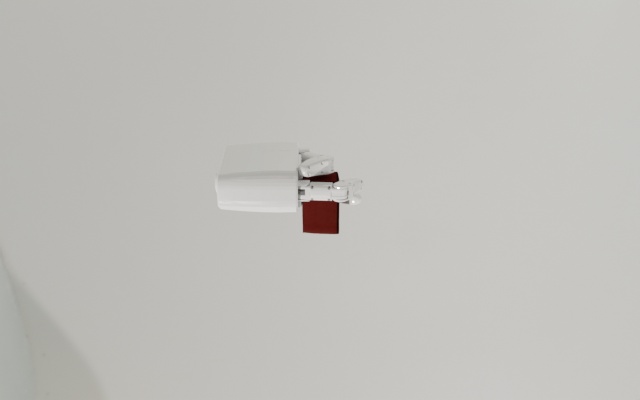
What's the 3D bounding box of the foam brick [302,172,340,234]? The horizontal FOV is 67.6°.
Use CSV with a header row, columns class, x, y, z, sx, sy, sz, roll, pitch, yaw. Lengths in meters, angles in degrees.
class,x,y,z,sx,sy,sz,roll,pitch,yaw
foam brick,0.000,0.003,0.673,0.051,0.078,0.053,-1,19,-1
